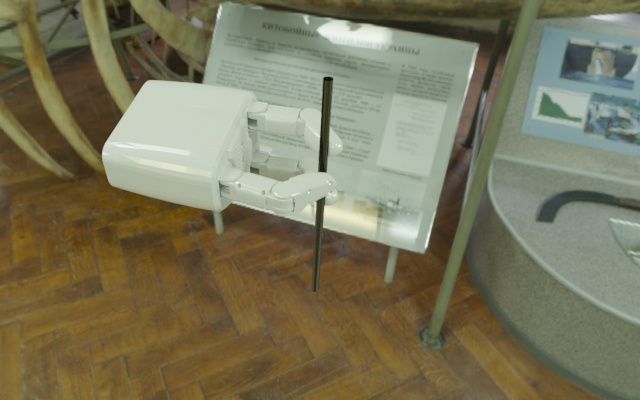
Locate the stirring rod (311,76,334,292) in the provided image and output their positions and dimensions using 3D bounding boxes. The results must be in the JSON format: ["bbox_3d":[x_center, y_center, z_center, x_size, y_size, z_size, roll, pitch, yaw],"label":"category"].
[{"bbox_3d":[0.000,0.002,0.437,0.011,0.240,0.011,2,39,-2],"label":"stirring rod"}]
